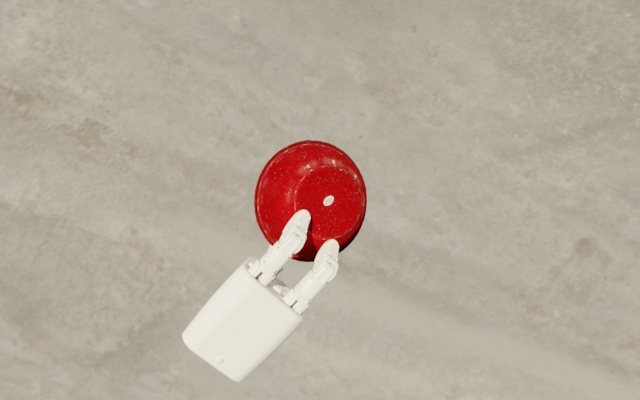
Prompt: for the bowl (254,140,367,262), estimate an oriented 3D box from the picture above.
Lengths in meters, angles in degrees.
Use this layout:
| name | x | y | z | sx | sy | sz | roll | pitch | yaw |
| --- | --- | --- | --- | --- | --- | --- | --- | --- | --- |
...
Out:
| name | x | y | z | sx | sy | sz | roll | pitch | yaw |
| --- | --- | --- | --- | --- | --- | --- | --- | --- | --- |
| bowl | 0.001 | 0.001 | 0.609 | 0.162 | 0.162 | 0.055 | 0 | 2 | -23 |
